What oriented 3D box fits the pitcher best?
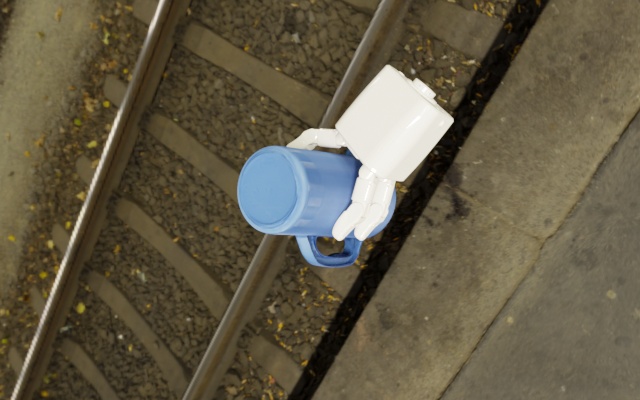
[{"bbox_3d":[0.000,0.002,0.672,0.145,0.149,0.243,-47,-24,22],"label":"pitcher"}]
